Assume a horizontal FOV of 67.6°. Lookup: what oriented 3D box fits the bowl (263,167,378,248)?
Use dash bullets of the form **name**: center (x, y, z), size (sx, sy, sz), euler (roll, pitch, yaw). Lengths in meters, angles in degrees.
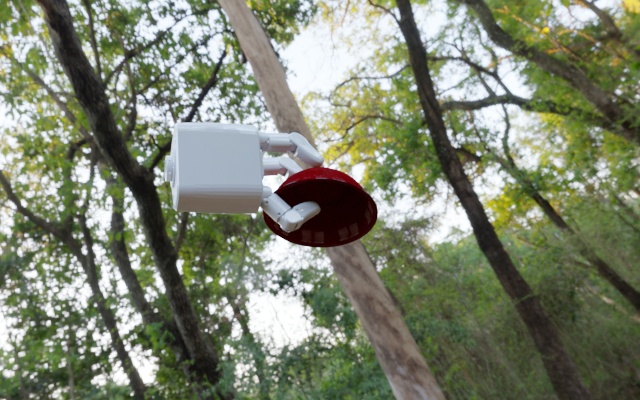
- **bowl**: center (0.001, 0.002, 0.684), size (0.162, 0.055, 0.162), euler (1, -39, 1)
